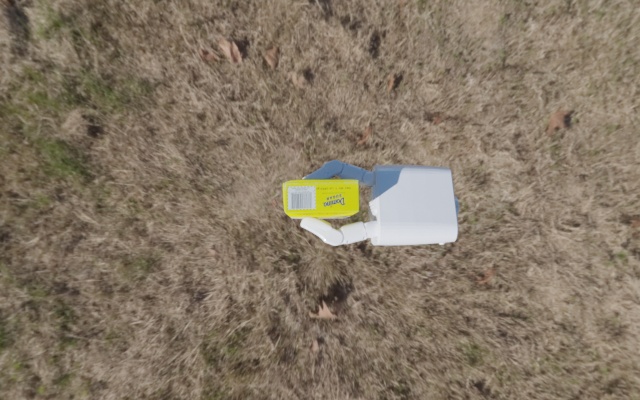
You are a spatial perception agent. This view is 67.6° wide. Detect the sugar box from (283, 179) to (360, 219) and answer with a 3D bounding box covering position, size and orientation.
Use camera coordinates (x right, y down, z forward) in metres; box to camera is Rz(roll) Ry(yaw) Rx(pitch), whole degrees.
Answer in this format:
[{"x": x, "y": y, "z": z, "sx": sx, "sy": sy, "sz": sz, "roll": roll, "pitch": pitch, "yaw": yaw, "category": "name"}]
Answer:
[{"x": 0.000, "y": 0.003, "z": 0.659, "sx": 0.093, "sy": 0.048, "sz": 0.176, "roll": -1, "pitch": -7, "yaw": 0, "category": "sugar box"}]
